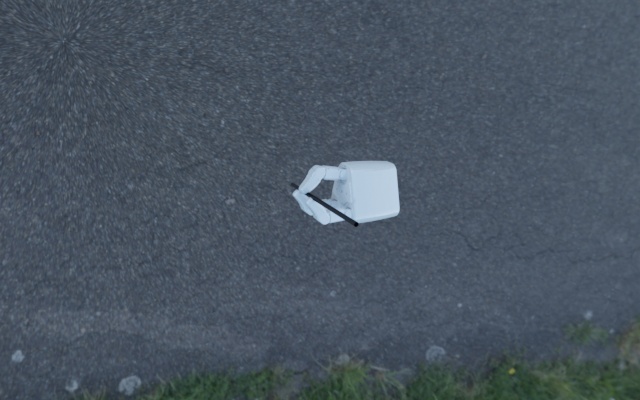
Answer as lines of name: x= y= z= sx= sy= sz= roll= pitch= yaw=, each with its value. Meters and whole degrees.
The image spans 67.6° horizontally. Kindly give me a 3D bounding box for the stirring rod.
stirring rod: x=0.000 y=0.003 z=0.827 sx=0.011 sy=0.011 sz=0.239 roll=0 pitch=16 yaw=-28
